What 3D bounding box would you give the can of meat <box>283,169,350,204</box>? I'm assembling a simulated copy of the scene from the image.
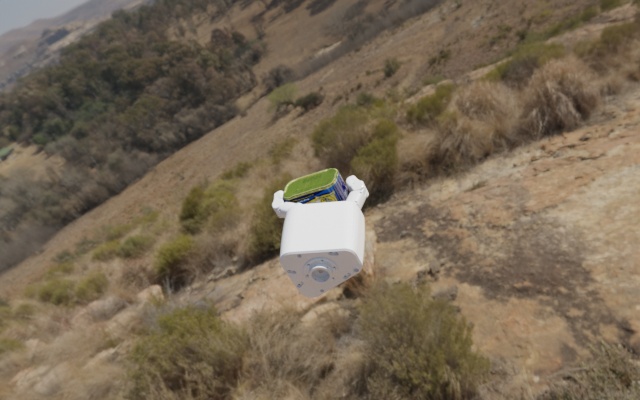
[{"bbox_3d":[0.000,0.002,0.776,0.102,0.084,0.057,-17,33,22],"label":"can of meat"}]
